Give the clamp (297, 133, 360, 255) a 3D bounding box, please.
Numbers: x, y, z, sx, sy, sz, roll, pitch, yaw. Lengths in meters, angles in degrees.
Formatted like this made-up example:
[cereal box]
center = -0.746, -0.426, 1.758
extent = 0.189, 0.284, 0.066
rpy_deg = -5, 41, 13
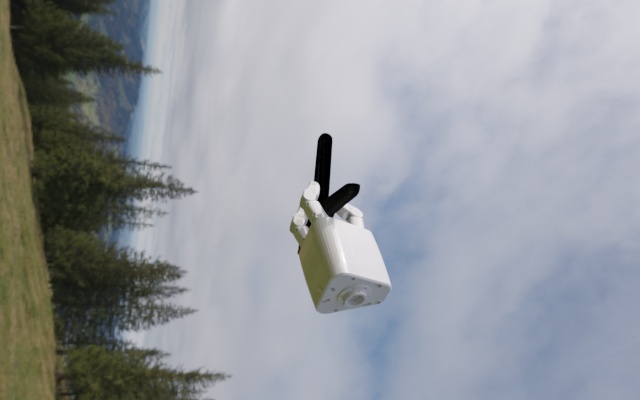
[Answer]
[clamp]
center = 0.001, 0.003, 0.801
extent = 0.036, 0.210, 0.164
rpy_deg = 6, 40, -21
